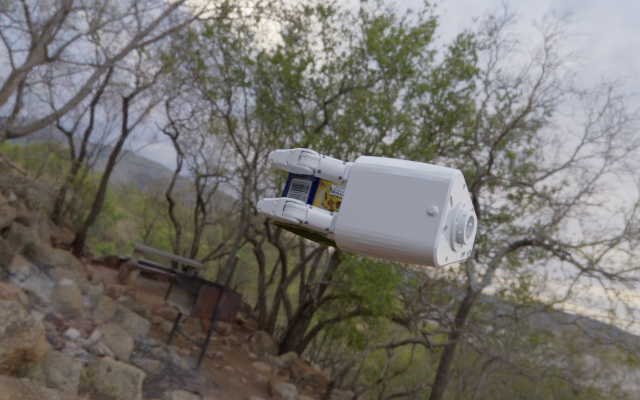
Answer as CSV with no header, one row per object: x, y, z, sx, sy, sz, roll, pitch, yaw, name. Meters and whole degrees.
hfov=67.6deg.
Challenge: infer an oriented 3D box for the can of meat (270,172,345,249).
0.000,0.001,0.543,0.057,0.084,0.102,9,-12,38,can of meat
